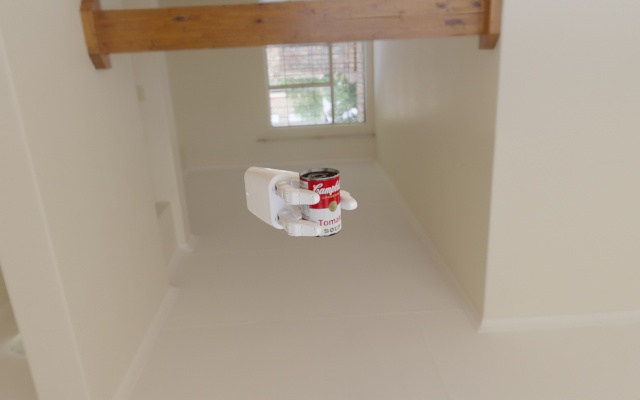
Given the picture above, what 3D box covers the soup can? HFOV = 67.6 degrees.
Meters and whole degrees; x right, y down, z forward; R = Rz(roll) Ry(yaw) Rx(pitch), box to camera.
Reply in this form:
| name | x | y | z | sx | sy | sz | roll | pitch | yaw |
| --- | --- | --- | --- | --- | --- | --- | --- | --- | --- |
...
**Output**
| name | x | y | z | sx | sy | sz | roll | pitch | yaw |
| --- | --- | --- | --- | --- | --- | --- | --- | --- | --- |
| soup can | 0.001 | 0.003 | 0.803 | 0.068 | 0.102 | 0.068 | -2 | 18 | 1 |
